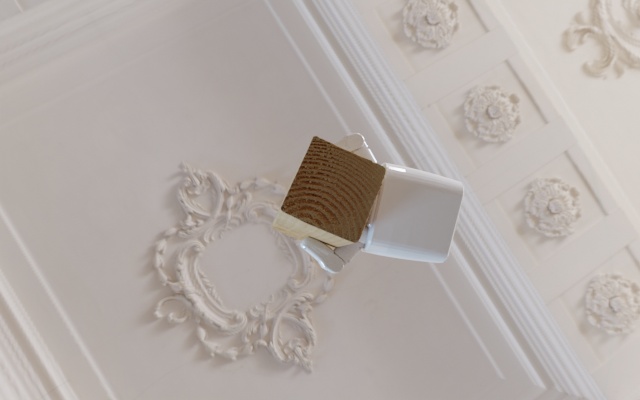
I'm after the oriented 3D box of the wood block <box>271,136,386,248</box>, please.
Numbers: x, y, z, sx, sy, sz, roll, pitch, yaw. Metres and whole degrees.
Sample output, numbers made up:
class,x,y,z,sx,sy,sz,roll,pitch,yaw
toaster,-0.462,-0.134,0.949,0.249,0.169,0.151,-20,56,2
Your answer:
class,x,y,z,sx,sy,sz,roll,pitch,yaw
wood block,0.000,0.002,0.598,0.090,0.091,0.206,24,-11,-4
